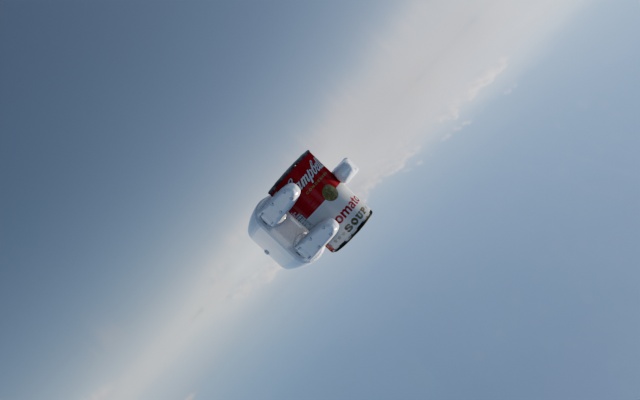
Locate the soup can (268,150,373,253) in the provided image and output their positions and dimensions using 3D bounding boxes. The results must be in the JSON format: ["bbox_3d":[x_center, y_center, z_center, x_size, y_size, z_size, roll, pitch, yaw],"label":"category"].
[{"bbox_3d":[0.001,0.002,0.541,0.102,0.068,0.068,43,-2,-2],"label":"soup can"}]
